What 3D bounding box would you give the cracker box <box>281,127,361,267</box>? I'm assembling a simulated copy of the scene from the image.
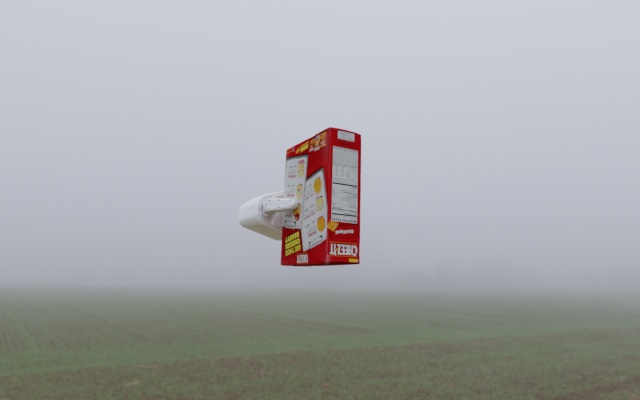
[{"bbox_3d":[0.000,0.002,0.806,0.072,0.213,0.164,6,-11,-29],"label":"cracker box"}]
